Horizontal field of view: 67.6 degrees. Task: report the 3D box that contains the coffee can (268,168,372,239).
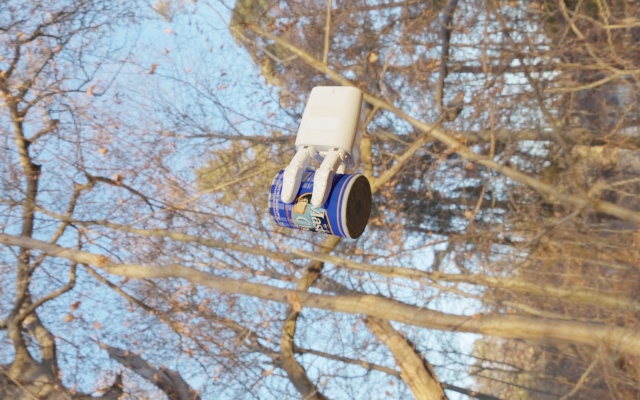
[{"bbox_3d":[0.000,0.003,0.784,0.140,0.103,0.103,8,3,27],"label":"coffee can"}]
